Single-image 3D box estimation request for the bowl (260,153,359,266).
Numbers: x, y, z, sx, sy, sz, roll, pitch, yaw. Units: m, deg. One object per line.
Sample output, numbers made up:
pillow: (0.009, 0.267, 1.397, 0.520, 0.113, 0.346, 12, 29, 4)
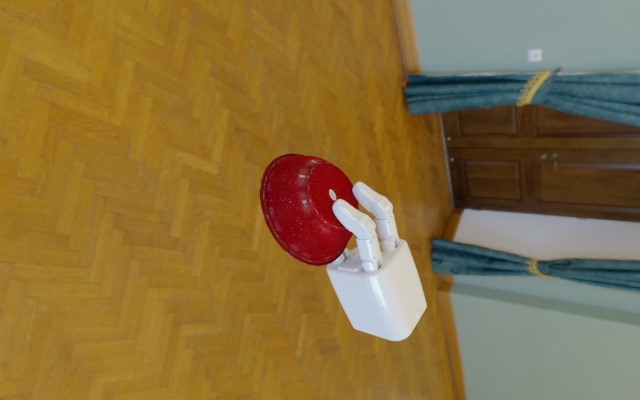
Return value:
bowl: (0.000, 0.001, 0.633, 0.162, 0.162, 0.055, 0, -20, -45)
